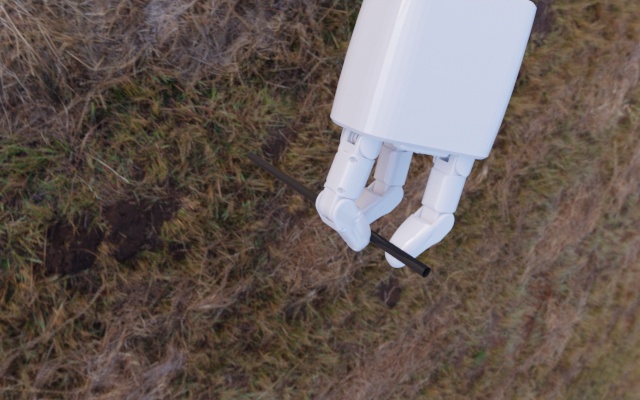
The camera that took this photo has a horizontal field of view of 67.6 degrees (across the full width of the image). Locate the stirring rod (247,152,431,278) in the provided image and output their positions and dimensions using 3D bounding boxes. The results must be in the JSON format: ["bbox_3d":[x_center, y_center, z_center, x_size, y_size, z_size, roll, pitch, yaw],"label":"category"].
[{"bbox_3d":[0.000,0.001,0.406,0.011,0.011,0.239,0,23,-40],"label":"stirring rod"}]
